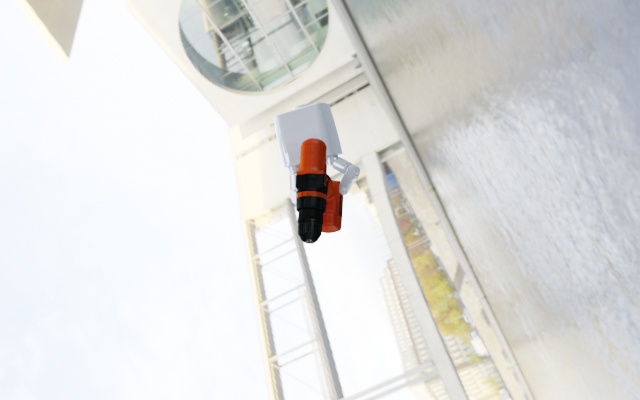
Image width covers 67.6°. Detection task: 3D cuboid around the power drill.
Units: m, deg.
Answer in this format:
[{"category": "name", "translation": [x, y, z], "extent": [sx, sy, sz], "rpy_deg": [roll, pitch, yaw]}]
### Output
[{"category": "power drill", "translation": [0.000, 0.003, 0.871], "extent": [0.057, 0.184, 0.188], "rpy_deg": [1, -17, 11]}]
